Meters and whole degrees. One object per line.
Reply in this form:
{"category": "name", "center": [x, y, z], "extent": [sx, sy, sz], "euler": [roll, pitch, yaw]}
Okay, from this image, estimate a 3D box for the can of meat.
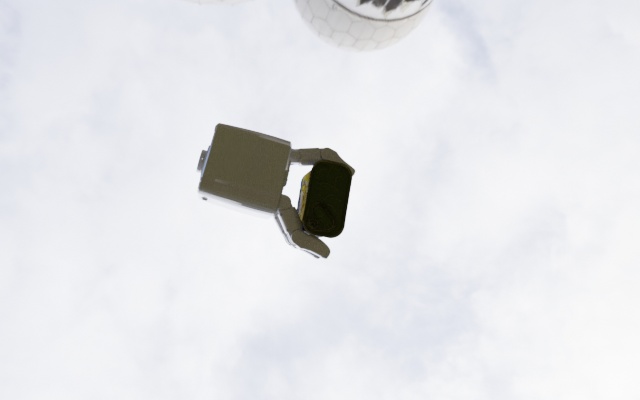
{"category": "can of meat", "center": [0.000, 0.002, 0.666], "extent": [0.057, 0.102, 0.084], "euler": [11, -9, -13]}
